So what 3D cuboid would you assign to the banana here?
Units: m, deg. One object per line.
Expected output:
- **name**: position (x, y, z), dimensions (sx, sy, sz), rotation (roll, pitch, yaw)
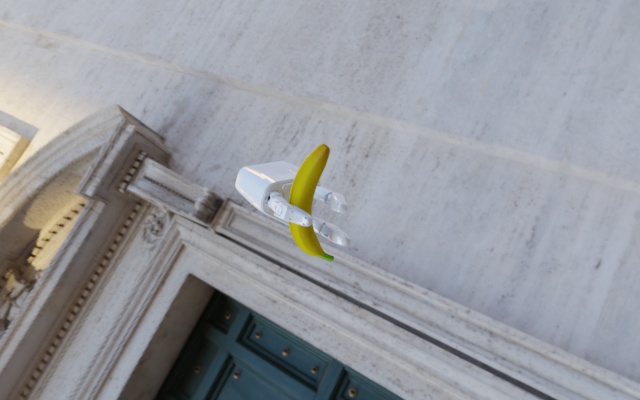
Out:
- **banana**: position (-0.018, 0.008, 0.751), dimensions (0.069, 0.198, 0.037), rotation (-8, 23, -14)
